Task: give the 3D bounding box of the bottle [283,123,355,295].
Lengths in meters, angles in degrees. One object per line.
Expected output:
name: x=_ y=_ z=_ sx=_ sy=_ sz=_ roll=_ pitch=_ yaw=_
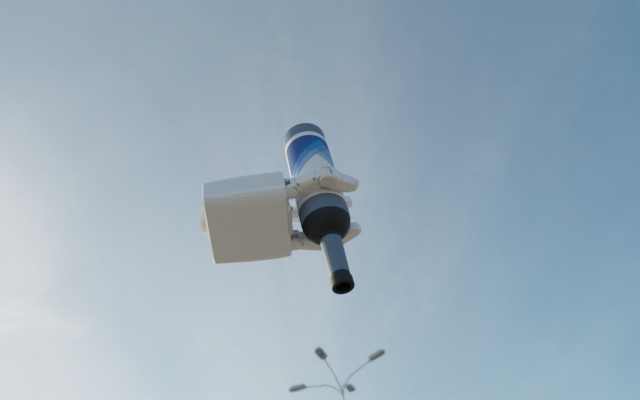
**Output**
bottle: x=0.000 y=0.002 z=0.655 sx=0.069 sy=0.069 sz=0.295 roll=0 pitch=42 yaw=-14
